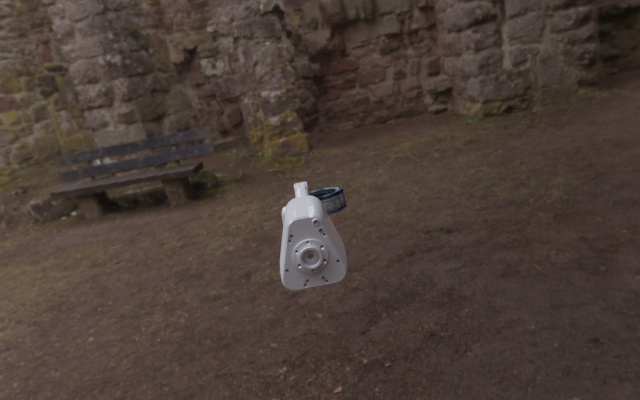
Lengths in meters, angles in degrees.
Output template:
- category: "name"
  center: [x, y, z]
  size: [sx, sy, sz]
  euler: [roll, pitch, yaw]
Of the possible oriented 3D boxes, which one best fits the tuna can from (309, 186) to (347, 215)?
- category: "tuna can"
  center: [0.000, 0.002, 0.819]
  size: [0.086, 0.034, 0.086]
  euler: [-13, 11, 3]
